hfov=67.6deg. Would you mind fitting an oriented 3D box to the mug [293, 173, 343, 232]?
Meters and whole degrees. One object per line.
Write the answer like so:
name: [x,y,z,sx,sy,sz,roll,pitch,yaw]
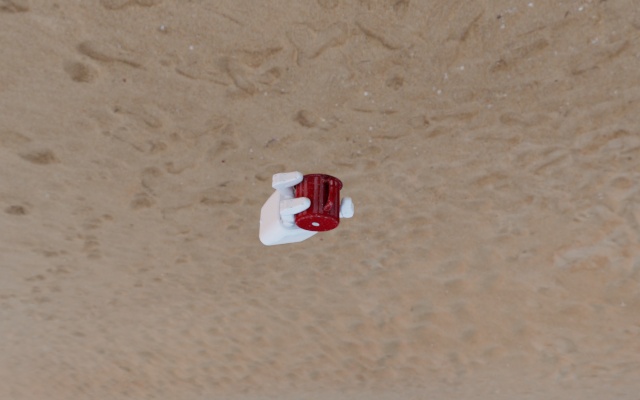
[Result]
mug: [0.001,0.003,0.866,0.093,0.081,0.117,12,-27,-24]
